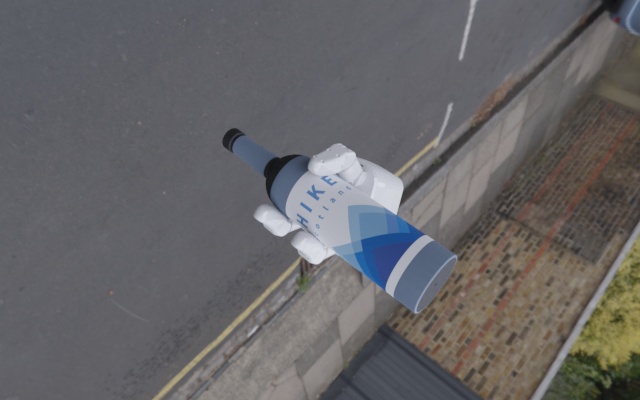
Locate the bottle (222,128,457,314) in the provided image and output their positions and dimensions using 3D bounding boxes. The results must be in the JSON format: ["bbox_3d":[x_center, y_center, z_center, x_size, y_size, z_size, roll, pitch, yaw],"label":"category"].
[{"bbox_3d":[0.000,0.002,0.506,0.295,0.069,0.069,35,17,26],"label":"bottle"}]
